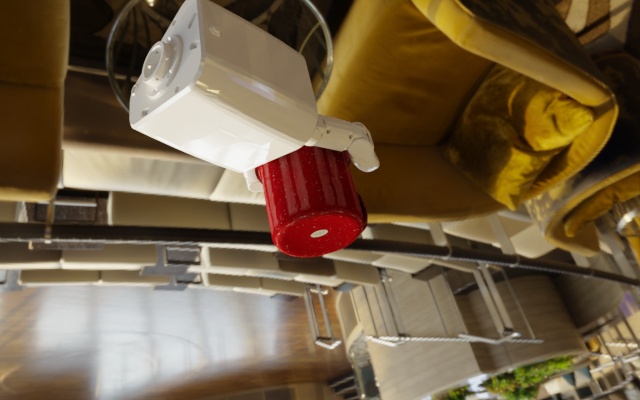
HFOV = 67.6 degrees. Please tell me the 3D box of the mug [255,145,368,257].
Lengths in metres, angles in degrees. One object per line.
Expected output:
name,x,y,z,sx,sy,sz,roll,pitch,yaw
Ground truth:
mug,0.001,0.002,0.441,0.117,0.081,0.093,21,-46,-41
